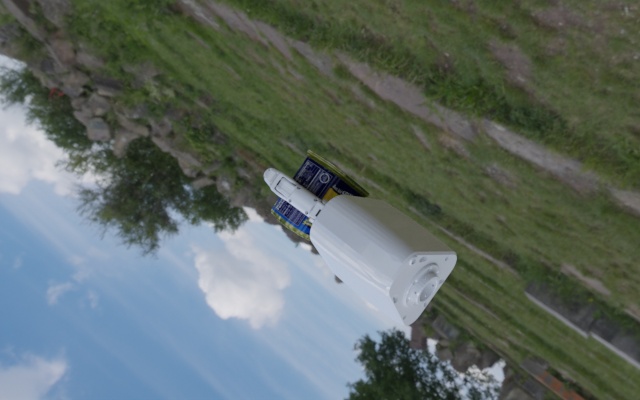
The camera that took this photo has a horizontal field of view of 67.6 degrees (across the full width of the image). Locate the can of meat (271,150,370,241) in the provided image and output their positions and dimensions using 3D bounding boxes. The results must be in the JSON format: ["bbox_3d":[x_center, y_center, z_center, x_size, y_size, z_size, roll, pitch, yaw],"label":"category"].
[{"bbox_3d":[0.000,0.002,0.555,0.057,0.084,0.102,36,2,33],"label":"can of meat"}]
